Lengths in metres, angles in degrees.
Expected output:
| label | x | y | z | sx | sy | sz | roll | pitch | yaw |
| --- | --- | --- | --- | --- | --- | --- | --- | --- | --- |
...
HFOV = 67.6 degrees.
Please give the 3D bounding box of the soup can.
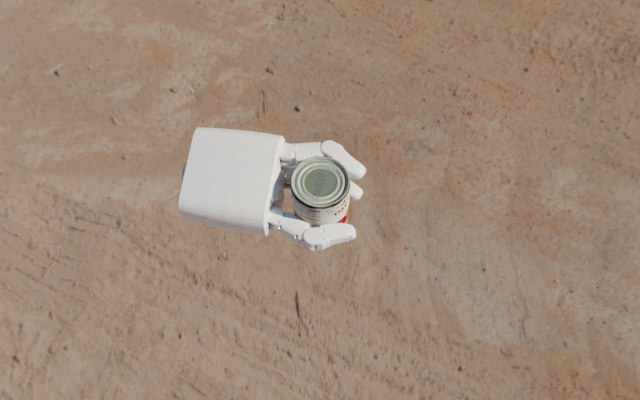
| label | x | y | z | sx | sy | sz | roll | pitch | yaw |
| --- | --- | --- | --- | --- | --- | --- | --- | --- | --- |
| soup can | 0.001 | 0.002 | 0.561 | 0.068 | 0.068 | 0.102 | 0 | -28 | 1 |
